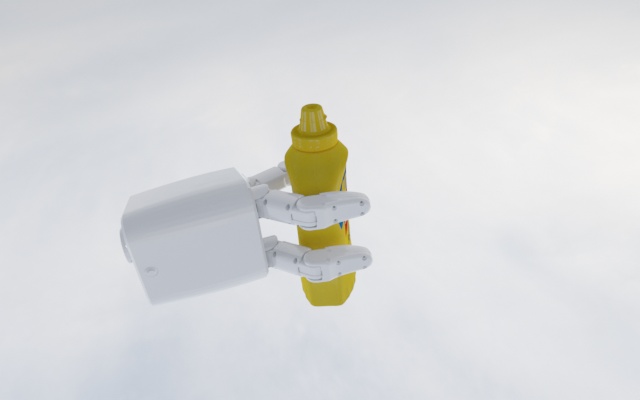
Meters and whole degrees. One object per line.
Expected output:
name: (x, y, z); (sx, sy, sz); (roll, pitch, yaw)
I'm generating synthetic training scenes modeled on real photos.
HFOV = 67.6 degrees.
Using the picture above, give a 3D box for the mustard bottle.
mustard bottle: (0.000, 0.002, 0.453); (0.058, 0.192, 0.096); (-2, 32, 7)
